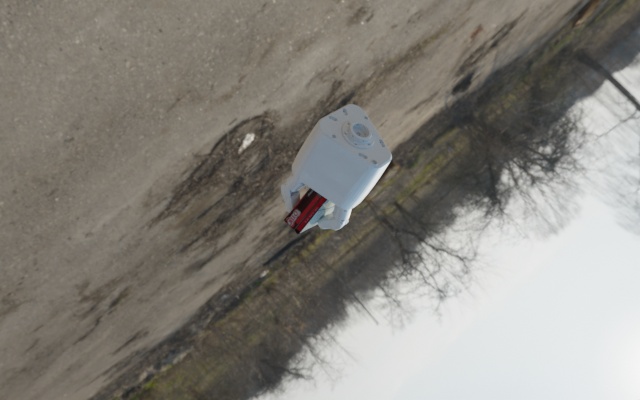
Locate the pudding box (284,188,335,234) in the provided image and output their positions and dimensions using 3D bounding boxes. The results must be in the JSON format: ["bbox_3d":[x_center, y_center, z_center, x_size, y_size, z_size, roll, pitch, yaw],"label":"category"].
[{"bbox_3d":[0.000,0.003,0.782,0.090,0.039,0.113,-49,-13,23],"label":"pudding box"}]
